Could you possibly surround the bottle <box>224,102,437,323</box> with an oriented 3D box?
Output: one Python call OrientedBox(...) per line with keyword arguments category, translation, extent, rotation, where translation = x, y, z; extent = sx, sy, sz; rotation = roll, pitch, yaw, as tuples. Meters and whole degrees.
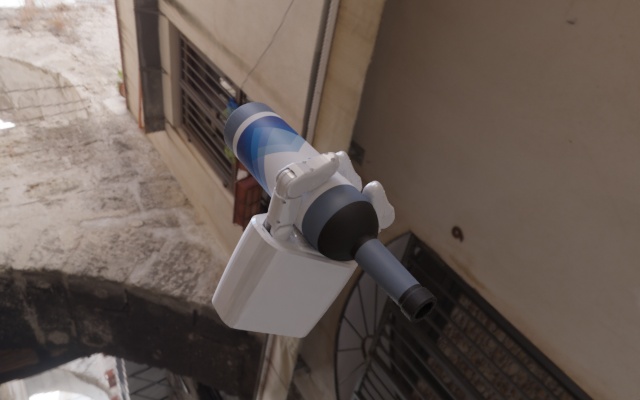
OrientedBox(category="bottle", translation=(0.000, 0.001, 0.462), extent=(0.069, 0.069, 0.295), rotation=(0, 35, -43))
